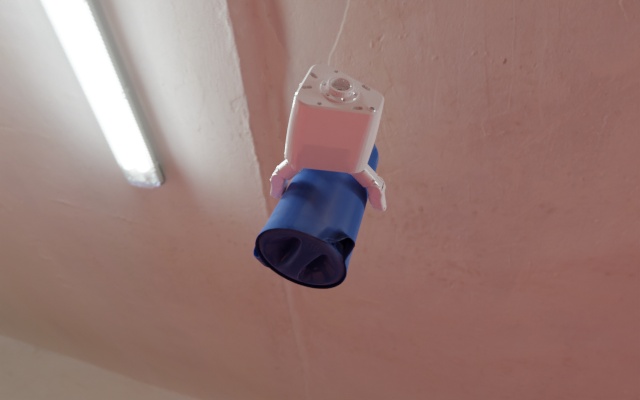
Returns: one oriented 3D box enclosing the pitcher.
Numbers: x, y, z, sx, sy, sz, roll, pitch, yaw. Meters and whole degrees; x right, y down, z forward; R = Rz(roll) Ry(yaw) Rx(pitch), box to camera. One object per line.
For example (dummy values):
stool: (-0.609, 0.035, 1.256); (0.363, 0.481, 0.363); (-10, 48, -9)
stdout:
pitcher: (0.000, 0.002, 0.727); (0.149, 0.242, 0.145); (18, -39, 7)
